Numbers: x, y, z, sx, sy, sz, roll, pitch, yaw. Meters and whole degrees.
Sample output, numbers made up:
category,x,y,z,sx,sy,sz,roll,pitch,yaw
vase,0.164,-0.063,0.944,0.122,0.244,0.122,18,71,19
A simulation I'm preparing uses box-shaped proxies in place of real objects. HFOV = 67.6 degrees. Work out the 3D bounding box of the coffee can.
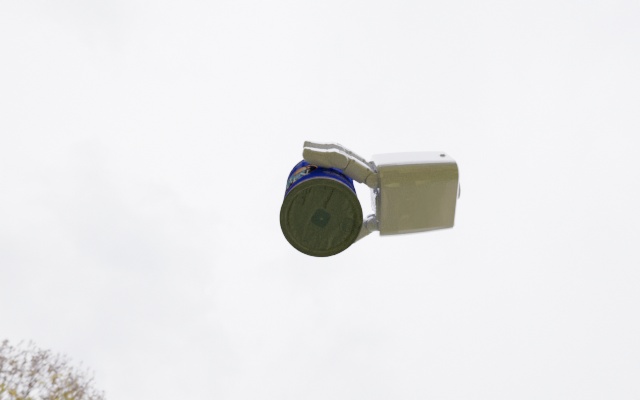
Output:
category,x,y,z,sx,sy,sz,roll,pitch,yaw
coffee can,0.000,0.002,0.644,0.103,0.103,0.140,0,17,-1
